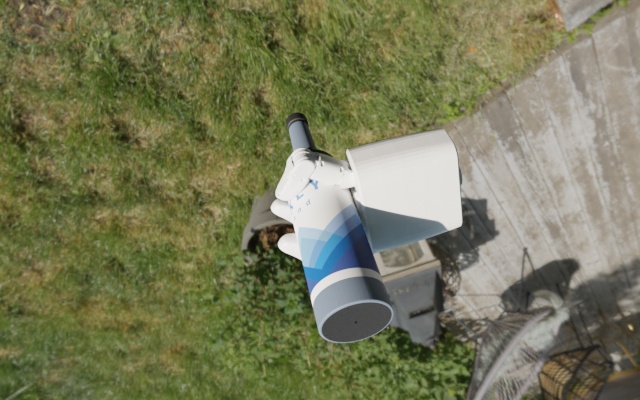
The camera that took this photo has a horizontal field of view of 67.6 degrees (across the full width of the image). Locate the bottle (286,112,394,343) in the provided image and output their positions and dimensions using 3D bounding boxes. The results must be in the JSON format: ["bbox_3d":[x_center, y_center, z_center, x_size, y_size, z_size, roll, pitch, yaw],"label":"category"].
[{"bbox_3d":[0.000,0.002,0.506,0.069,0.069,0.295,0,44,-17],"label":"bottle"}]
